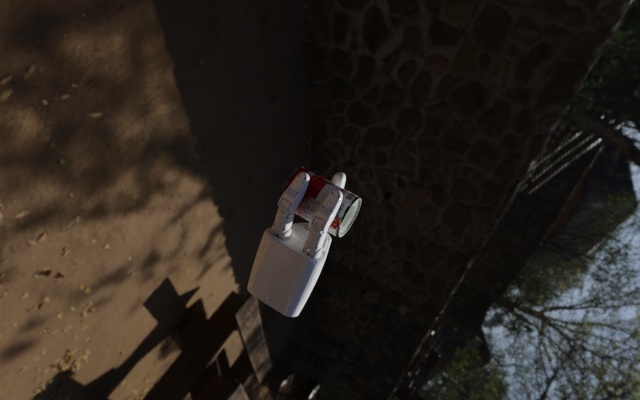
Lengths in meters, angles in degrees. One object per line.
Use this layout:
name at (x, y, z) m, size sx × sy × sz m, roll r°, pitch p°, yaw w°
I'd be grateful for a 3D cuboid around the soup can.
soup can at (0.001, 0.002, 0.704) m, size 0.102 × 0.068 × 0.068 m, roll 28°, pitch 9°, yaw 17°
